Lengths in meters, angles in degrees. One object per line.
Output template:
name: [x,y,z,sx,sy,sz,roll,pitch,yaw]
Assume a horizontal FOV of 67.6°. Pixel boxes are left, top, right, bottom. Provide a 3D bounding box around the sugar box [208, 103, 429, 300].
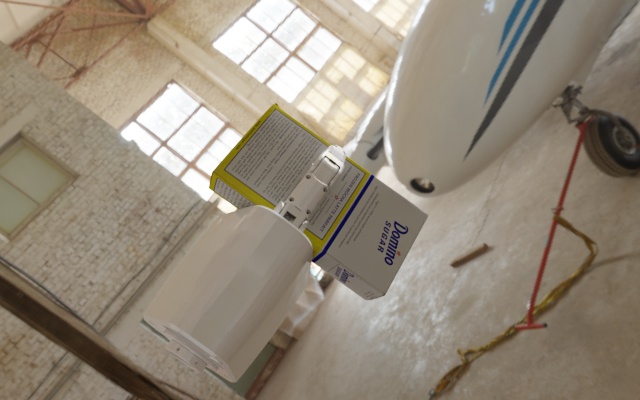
sugar box: [0.000,0.002,0.427,0.176,0.093,0.048,38,-27,-4]
